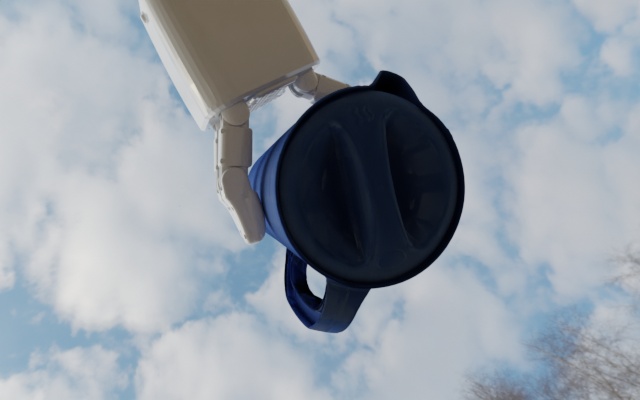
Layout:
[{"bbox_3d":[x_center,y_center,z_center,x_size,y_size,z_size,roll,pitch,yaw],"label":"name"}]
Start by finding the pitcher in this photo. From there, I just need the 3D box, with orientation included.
[{"bbox_3d":[0.000,0.001,0.417,0.149,0.145,0.243,-33,9,-14],"label":"pitcher"}]
